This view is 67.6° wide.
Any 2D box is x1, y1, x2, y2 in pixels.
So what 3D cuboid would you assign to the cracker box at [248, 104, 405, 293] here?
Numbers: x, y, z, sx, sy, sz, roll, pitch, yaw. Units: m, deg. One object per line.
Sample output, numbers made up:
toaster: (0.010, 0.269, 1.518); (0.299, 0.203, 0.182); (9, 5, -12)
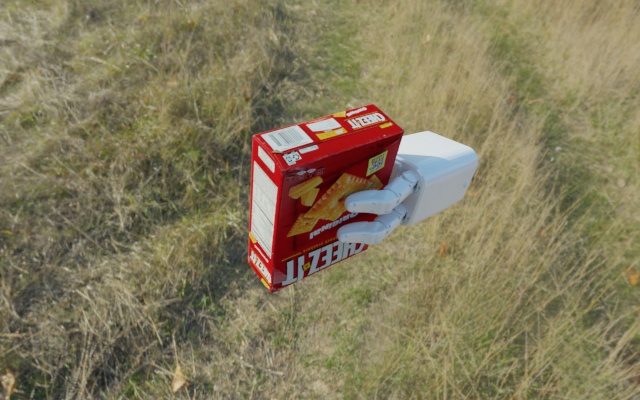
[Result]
cracker box: (0.000, 0.002, 0.590); (0.164, 0.214, 0.072); (-20, 51, -28)
